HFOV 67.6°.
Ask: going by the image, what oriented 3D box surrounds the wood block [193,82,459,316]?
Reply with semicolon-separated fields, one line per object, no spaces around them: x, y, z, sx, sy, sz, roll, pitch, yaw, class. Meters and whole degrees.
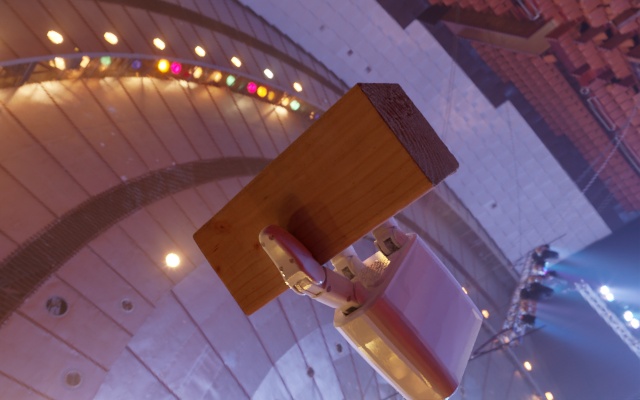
0.000;0.002;0.406;0.206;0.090;0.091;-39;-6;29;wood block
